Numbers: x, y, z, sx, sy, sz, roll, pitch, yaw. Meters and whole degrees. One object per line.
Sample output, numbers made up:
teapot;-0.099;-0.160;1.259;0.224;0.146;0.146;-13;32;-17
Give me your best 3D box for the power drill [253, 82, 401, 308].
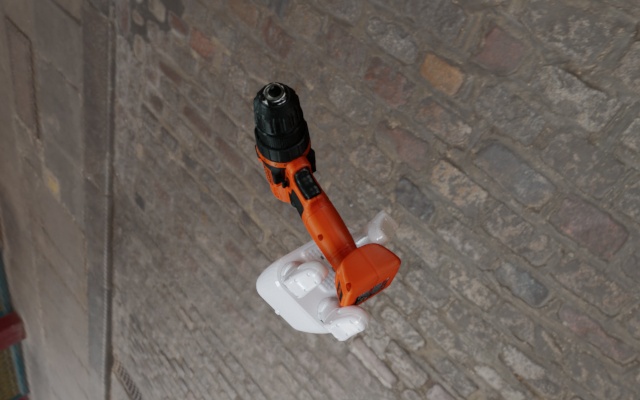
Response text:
power drill;0.000;0.002;0.445;0.057;0.187;0.184;-28;-21;-9
